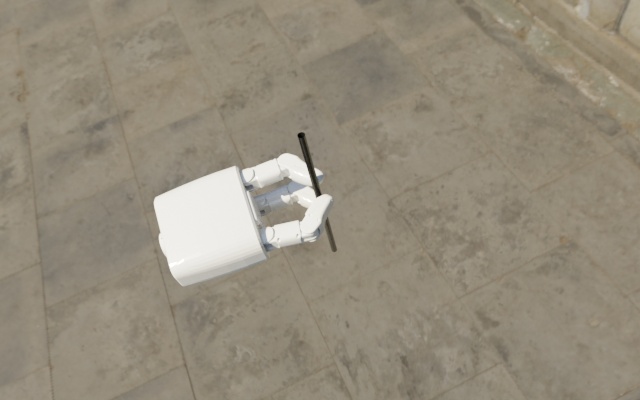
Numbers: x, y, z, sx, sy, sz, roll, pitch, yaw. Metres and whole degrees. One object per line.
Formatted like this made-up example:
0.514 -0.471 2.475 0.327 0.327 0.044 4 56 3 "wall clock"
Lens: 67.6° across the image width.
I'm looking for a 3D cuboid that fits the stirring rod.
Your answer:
0.000 0.002 0.576 0.011 0.011 0.240 0 -34 11 "stirring rod"
